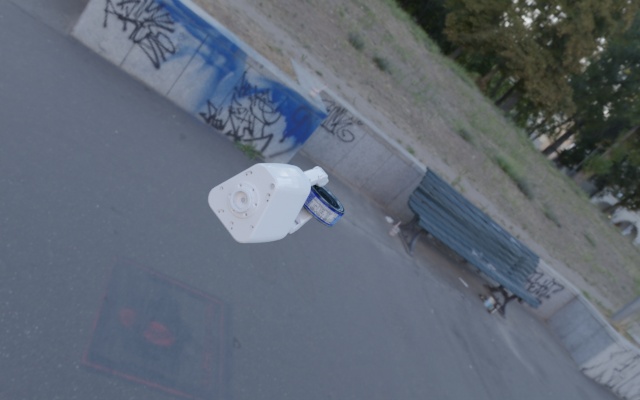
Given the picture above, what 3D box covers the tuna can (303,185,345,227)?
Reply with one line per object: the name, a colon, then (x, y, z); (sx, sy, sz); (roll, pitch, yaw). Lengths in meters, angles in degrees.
tuna can: (0.001, 0.002, 0.801); (0.086, 0.034, 0.086); (41, 13, -12)
